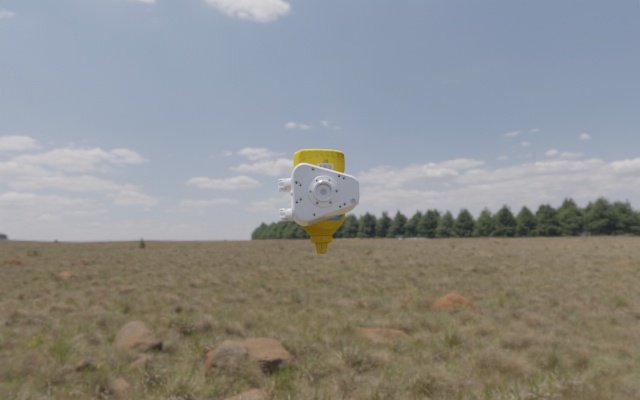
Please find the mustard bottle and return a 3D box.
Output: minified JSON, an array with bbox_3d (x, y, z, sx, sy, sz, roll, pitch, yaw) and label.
[{"bbox_3d":[0.000,0.003,0.891,0.096,0.191,0.058,0,-5,-26],"label":"mustard bottle"}]
